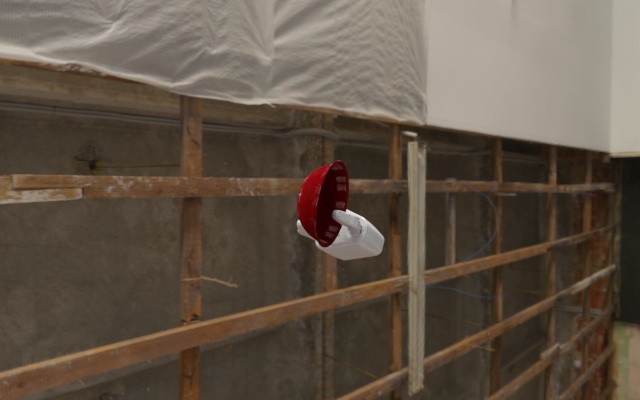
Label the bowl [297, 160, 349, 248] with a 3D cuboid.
[{"bbox_3d":[-0.001,0.002,0.882,0.055,0.162,0.162,10,4,21],"label":"bowl"}]
